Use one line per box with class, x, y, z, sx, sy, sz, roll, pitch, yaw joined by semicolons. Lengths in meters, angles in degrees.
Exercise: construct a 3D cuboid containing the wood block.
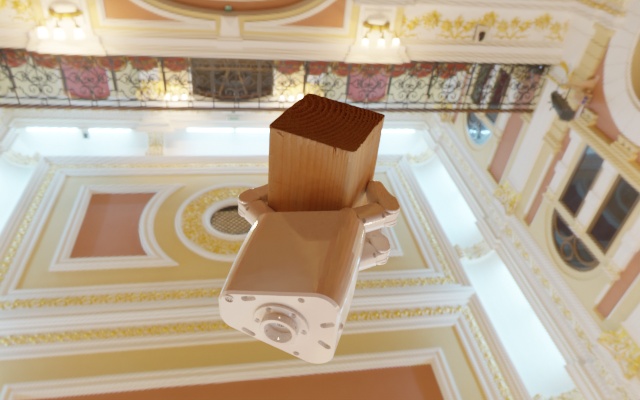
wood block;0.000;0.002;0.527;0.091;0.206;0.090;20;40;17
